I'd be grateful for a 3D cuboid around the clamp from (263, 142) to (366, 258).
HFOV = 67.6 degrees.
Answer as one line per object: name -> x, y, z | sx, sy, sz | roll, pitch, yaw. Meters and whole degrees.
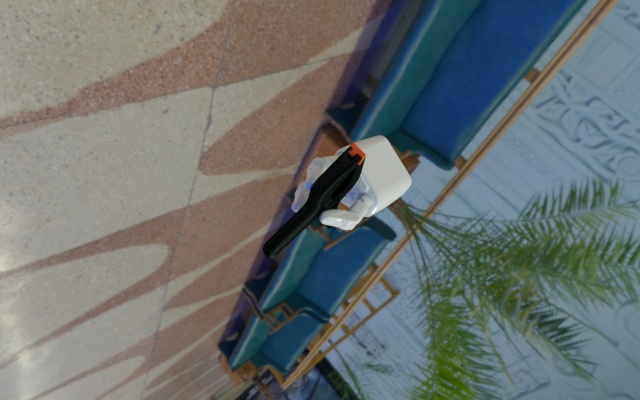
clamp -> 0.001, 0.002, 0.716 | 0.164, 0.036, 0.210 | -28, -23, -43
